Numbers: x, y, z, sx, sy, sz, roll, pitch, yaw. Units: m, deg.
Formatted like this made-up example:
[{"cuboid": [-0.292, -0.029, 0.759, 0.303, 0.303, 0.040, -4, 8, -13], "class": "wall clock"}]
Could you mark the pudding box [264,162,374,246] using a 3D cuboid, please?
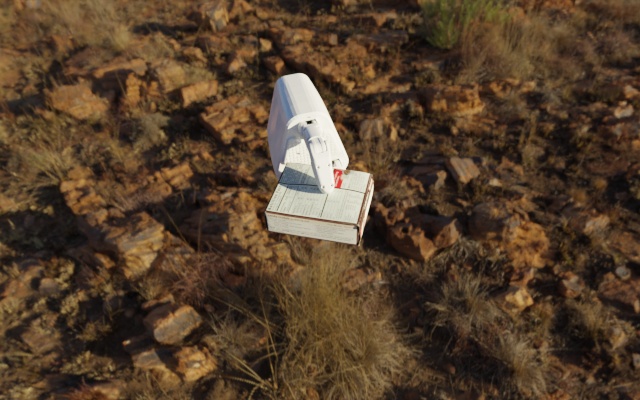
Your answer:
[{"cuboid": [0.000, 0.002, 0.564, 0.113, 0.090, 0.039, 7, -43, 13], "class": "pudding box"}]
